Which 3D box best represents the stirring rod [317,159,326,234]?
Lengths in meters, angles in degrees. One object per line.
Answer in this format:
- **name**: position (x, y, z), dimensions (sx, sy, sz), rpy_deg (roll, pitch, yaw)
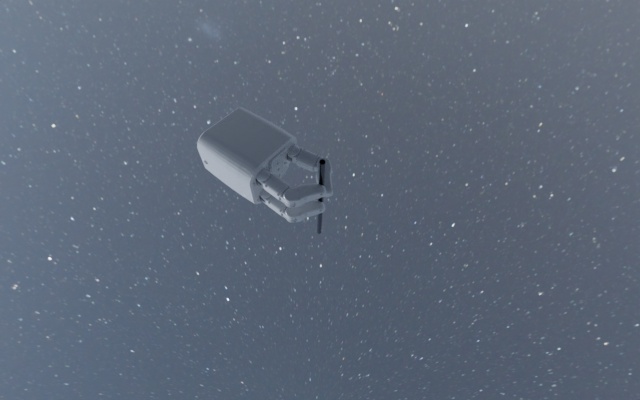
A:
- **stirring rod**: position (0.000, 0.002, 0.723), dimensions (0.011, 0.011, 0.240), rpy_deg (0, -26, -1)
